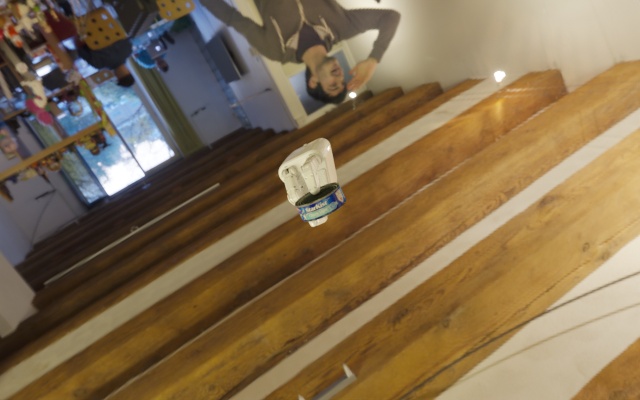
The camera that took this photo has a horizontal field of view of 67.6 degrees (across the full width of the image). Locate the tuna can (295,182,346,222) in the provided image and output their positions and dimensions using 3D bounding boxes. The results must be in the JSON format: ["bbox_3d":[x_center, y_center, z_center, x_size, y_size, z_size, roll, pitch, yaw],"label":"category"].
[{"bbox_3d":[0.000,0.003,0.835,0.086,0.034,0.086,-24,14,6],"label":"tuna can"}]
